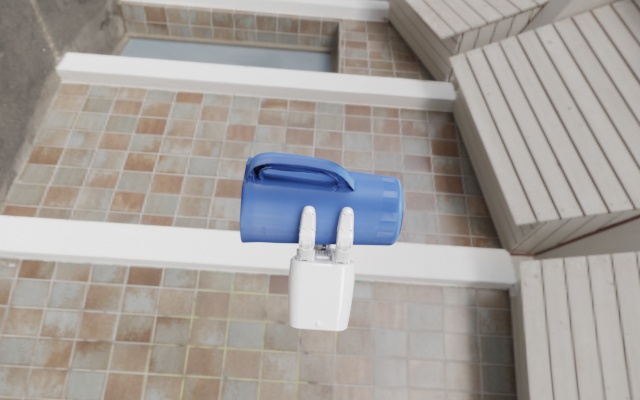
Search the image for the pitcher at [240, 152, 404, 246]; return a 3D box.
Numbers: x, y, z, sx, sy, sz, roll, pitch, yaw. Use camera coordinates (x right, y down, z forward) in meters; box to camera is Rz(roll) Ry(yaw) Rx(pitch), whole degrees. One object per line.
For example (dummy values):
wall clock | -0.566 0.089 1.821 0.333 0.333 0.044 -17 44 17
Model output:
pitcher | 0.000 0.003 0.730 0.243 0.145 0.149 4 8 -2
